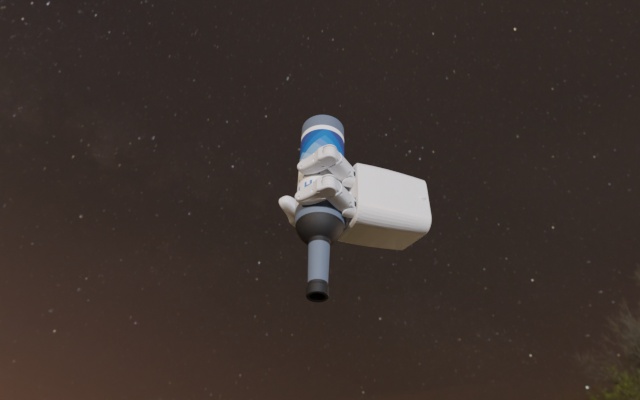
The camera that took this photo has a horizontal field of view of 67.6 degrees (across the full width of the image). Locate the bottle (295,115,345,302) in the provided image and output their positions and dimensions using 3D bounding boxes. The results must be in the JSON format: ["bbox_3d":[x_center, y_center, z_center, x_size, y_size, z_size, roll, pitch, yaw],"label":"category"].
[{"bbox_3d":[0.000,0.002,0.659,0.069,0.295,0.069,1,-40,1],"label":"bottle"}]
